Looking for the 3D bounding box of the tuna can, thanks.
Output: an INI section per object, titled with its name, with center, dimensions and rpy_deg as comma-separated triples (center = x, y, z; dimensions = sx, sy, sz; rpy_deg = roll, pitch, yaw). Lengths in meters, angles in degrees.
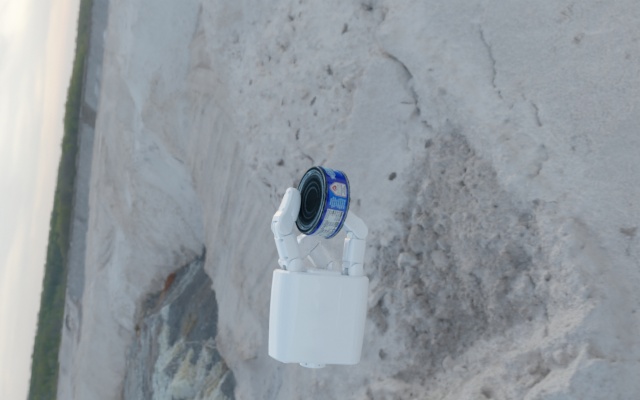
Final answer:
[tuna can]
center = 0.000, 0.002, 0.578
dimensions = 0.034, 0.086, 0.086
rpy_deg = 11, -5, -26
